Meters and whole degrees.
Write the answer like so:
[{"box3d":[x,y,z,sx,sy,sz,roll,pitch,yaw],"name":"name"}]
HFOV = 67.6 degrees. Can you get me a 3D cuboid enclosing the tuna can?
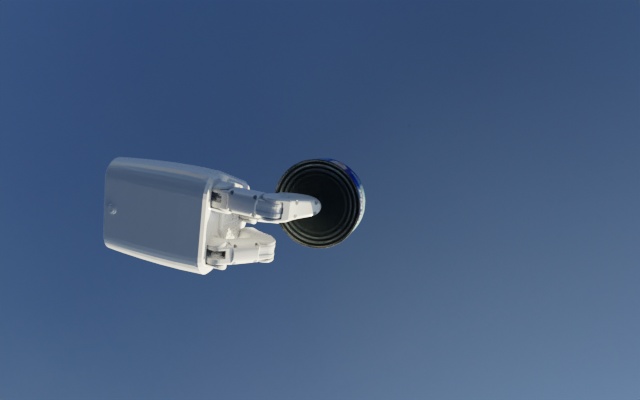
[{"box3d":[0.000,0.001,0.468,0.086,0.086,0.033,0,8,16],"name":"tuna can"}]
